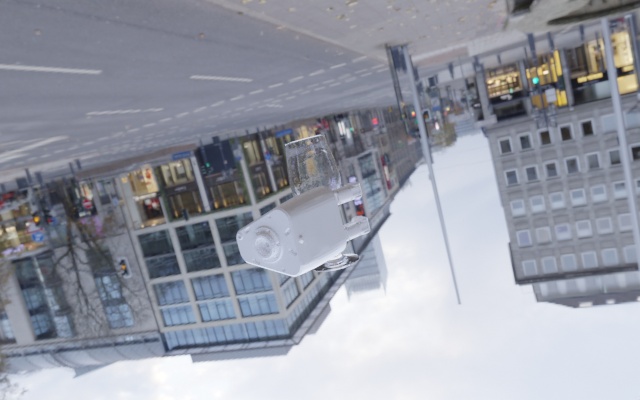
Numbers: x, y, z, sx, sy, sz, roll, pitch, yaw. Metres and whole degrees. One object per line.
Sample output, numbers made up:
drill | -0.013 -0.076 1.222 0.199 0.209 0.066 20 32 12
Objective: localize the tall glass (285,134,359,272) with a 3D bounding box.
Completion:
tall glass | 0.000 0.003 0.733 0.079 0.201 0.079 -14 7 2
